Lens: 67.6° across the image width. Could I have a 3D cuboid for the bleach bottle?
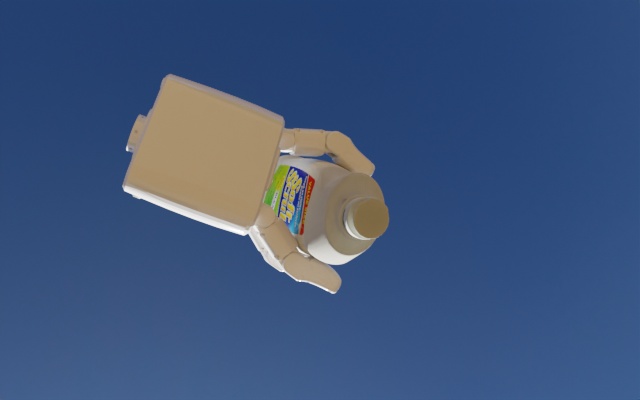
[{"bbox_3d":[0.000,0.002,0.456,0.068,0.102,0.251,21,-5,-18],"label":"bleach bottle"}]
